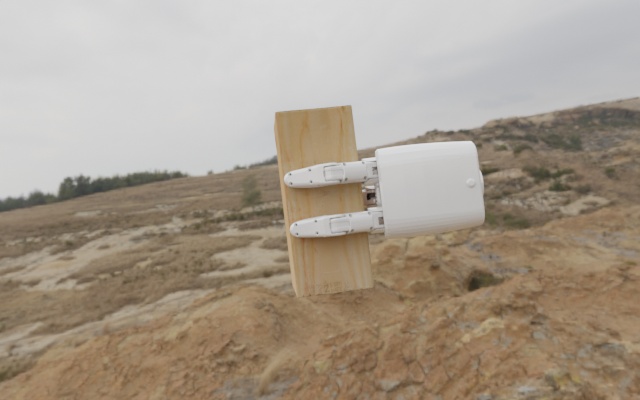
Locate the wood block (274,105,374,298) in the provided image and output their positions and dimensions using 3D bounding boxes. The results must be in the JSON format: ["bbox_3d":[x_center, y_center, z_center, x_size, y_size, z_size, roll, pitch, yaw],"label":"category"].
[{"bbox_3d":[0.000,0.002,0.571,0.090,0.206,0.091,-7,-2,-6],"label":"wood block"}]
